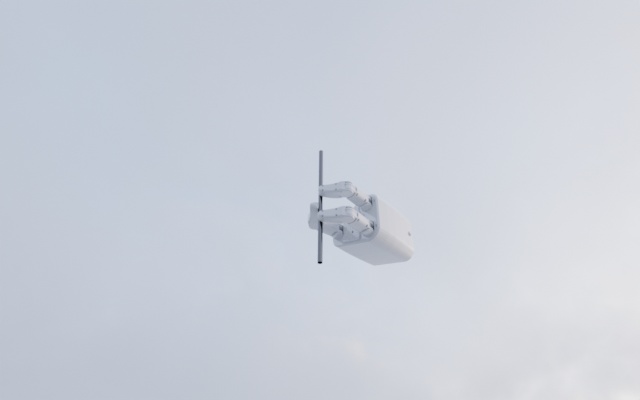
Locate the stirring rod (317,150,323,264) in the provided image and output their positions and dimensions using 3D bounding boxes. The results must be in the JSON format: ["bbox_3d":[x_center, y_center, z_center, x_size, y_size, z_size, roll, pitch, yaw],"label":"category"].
[{"bbox_3d":[0.000,0.003,0.813,0.011,0.239,0.011,0,-39,0],"label":"stirring rod"}]
